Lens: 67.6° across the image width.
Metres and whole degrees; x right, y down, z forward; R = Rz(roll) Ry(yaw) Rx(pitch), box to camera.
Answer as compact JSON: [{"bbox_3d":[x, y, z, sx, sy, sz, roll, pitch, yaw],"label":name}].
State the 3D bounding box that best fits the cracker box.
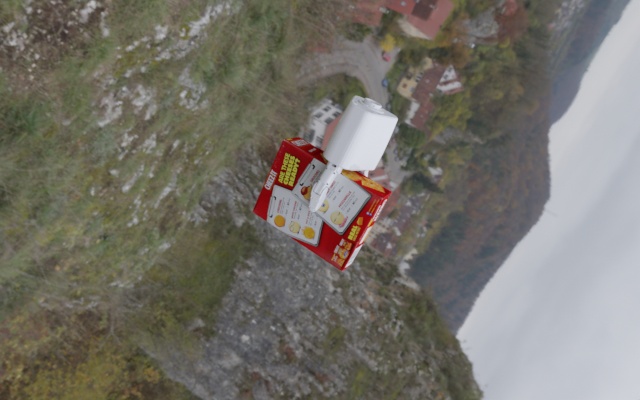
[{"bbox_3d":[0.000,0.003,0.896,0.213,0.164,0.072,32,22,15],"label":"cracker box"}]
